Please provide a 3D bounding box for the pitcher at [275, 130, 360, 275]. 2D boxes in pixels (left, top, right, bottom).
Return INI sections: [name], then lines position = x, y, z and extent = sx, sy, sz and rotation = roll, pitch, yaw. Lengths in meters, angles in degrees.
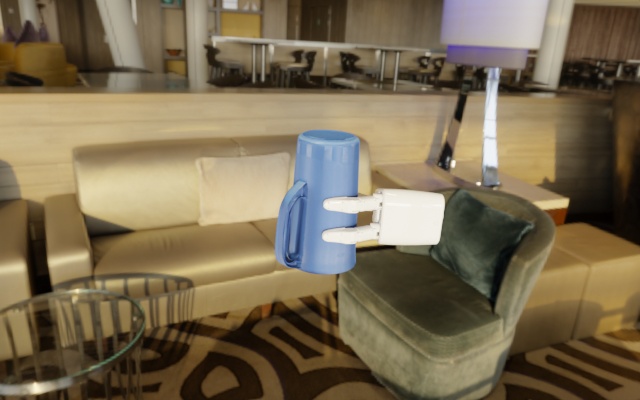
[pitcher]
position = 0.000, 0.003, 0.852
extent = 0.145, 0.243, 0.149
rotation = 4, 18, 0
